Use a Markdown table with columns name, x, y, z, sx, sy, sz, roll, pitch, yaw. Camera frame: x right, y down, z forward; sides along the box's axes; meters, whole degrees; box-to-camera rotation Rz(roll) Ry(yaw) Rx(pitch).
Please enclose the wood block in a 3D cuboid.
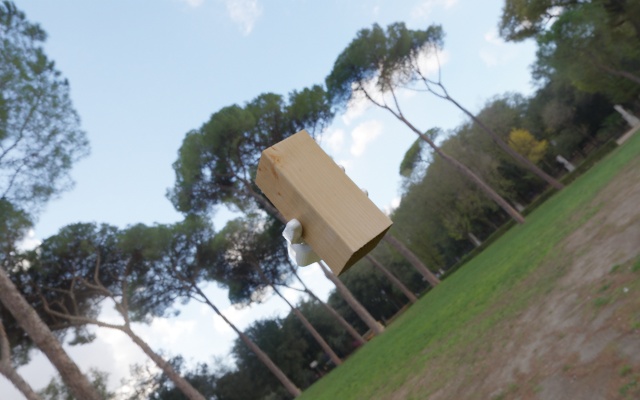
| name | x | y | z | sx | sy | sz | roll | pitch | yaw |
| --- | --- | --- | --- | --- | --- | --- | --- | --- | --- |
| wood block | 0.000 | 0.003 | 0.743 | 0.091 | 0.206 | 0.090 | -34 | -18 | -31 |
